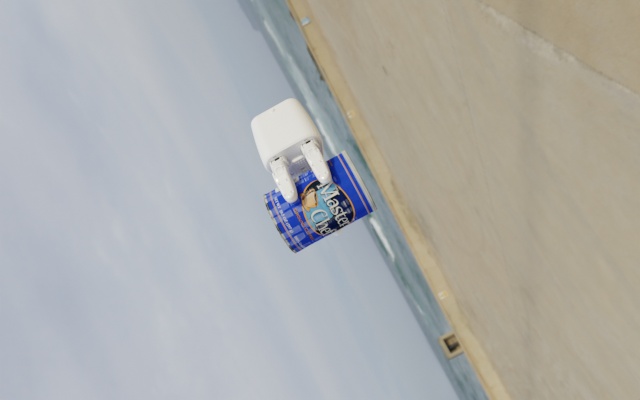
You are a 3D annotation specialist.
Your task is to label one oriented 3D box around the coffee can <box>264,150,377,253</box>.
[{"bbox_3d":[0.000,0.002,0.721,0.140,0.103,0.103,-28,-2,4],"label":"coffee can"}]
